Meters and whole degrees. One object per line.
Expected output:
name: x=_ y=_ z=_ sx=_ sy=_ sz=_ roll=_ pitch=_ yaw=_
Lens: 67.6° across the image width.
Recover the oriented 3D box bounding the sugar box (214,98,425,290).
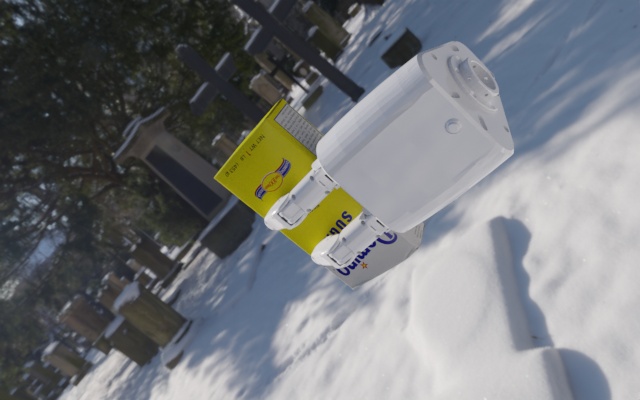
sugar box: x=0.000 y=0.002 z=0.437 sx=0.093 sy=0.176 sz=0.048 roll=-41 pitch=13 yaw=39
